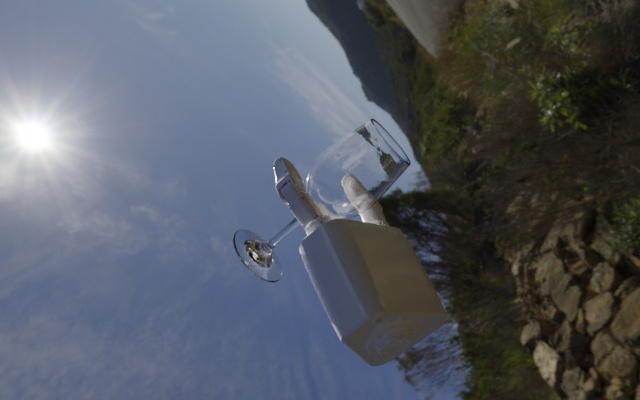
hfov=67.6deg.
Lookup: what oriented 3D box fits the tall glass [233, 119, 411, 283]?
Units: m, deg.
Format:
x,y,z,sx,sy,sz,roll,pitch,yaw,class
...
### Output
x,y,z,sx,sy,sz,roll,pitch,yaw,class
-0.001,0.002,0.515,0.201,0.079,0.079,-41,-15,18,tall glass
